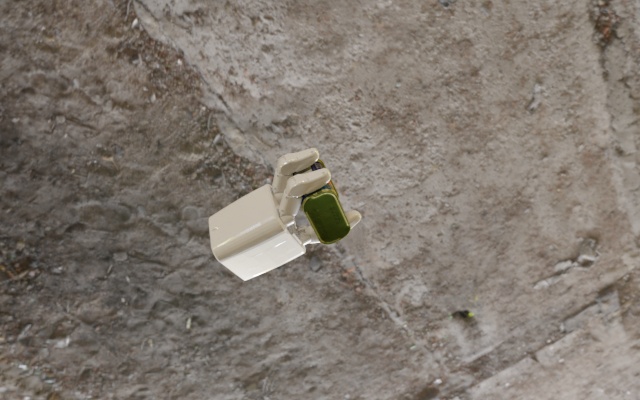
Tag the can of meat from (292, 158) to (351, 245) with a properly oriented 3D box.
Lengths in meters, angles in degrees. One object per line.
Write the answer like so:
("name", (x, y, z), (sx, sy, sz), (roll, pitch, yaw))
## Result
("can of meat", (0.000, 0.003, 0.696), (0.057, 0.102, 0.084), (-25, 39, 2))
